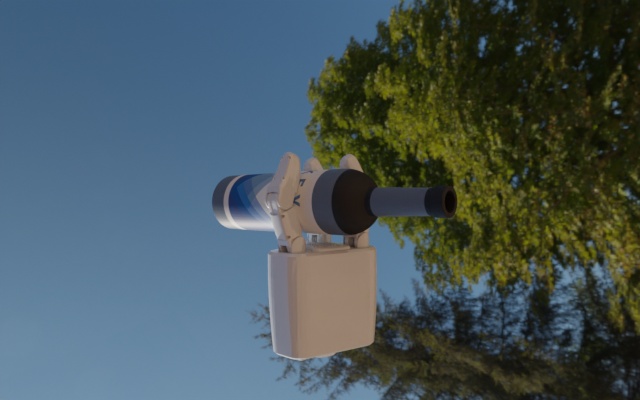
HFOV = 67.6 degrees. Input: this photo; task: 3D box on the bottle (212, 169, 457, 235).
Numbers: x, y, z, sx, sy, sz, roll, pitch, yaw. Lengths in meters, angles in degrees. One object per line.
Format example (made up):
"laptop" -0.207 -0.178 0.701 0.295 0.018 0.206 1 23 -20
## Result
"bottle" 0.000 0.002 0.498 0.295 0.069 0.069 0 0 43
